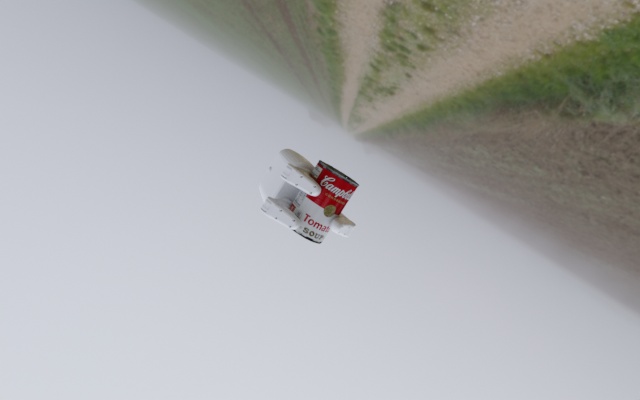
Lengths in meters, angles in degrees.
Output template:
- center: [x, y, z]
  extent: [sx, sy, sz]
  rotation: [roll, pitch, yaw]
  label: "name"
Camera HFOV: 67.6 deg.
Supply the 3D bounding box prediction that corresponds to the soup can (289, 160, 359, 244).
- center: [0.000, 0.003, 0.686]
  extent: [0.068, 0.102, 0.068]
  rotation: [32, 8, -5]
  label: "soup can"
